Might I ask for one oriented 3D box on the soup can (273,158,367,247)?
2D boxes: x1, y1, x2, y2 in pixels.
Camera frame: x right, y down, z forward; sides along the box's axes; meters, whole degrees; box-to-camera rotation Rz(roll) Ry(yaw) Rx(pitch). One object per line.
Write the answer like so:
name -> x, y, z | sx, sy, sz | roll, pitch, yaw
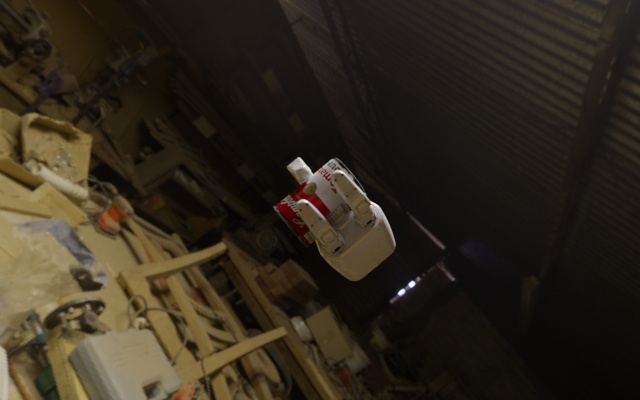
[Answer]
soup can -> 0.000, 0.002, 0.614 | 0.102, 0.068, 0.068 | -40, 1, -2
